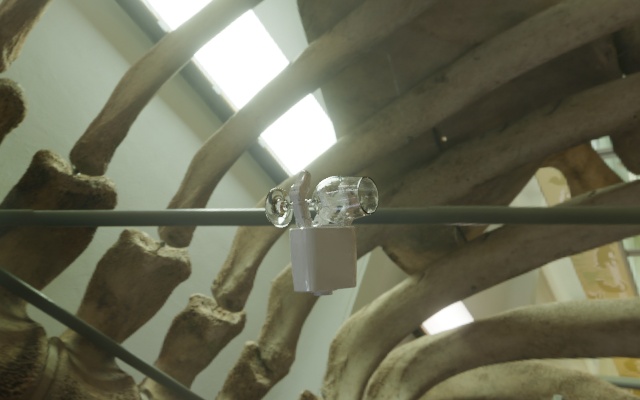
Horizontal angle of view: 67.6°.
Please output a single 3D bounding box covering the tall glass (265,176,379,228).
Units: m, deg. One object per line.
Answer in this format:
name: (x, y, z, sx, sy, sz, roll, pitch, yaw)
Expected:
tall glass: (0.000, 0.003, 0.827, 0.201, 0.079, 0.079, -9, -5, 38)
